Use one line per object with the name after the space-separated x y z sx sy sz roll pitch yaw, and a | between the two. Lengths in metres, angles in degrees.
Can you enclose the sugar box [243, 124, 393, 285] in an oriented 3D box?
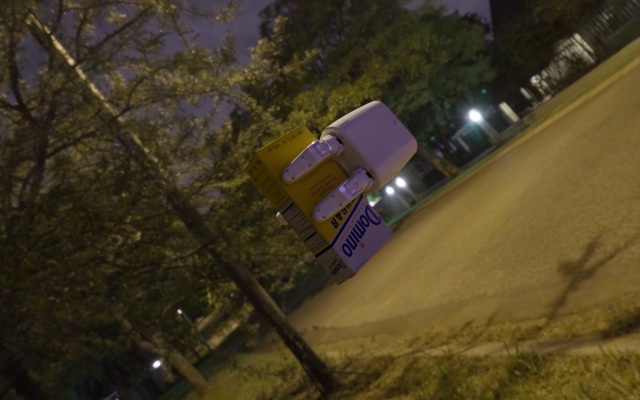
0.000 0.001 0.566 0.093 0.176 0.048 -39 -4 -42 | sugar box
